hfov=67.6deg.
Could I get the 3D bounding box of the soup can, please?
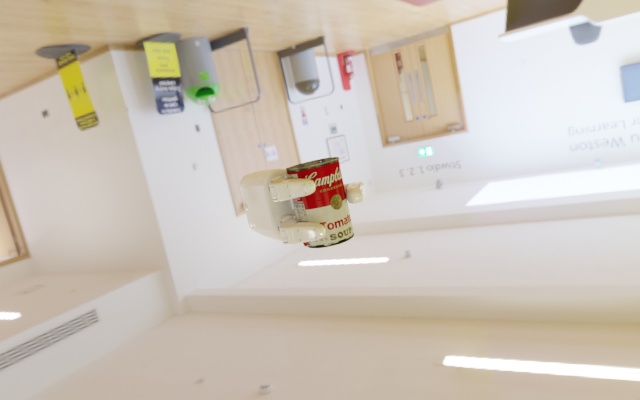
[{"bbox_3d":[0.001,0.002,0.602,0.068,0.102,0.068,-12,9,2],"label":"soup can"}]
